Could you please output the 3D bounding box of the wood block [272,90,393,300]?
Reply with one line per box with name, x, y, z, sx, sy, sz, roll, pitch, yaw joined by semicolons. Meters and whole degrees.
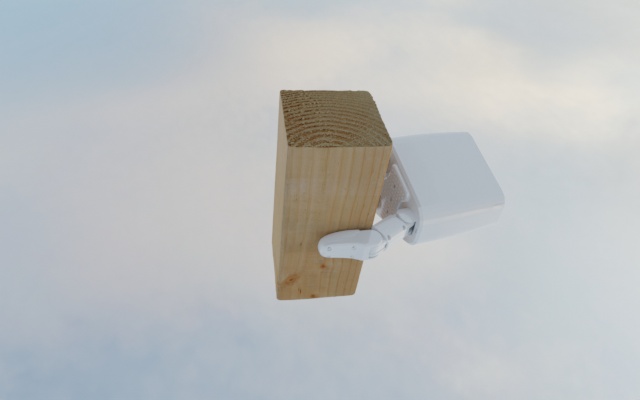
wood block;0.001;0.002;0.484;0.090;0.206;0.090;-2;43;-10
